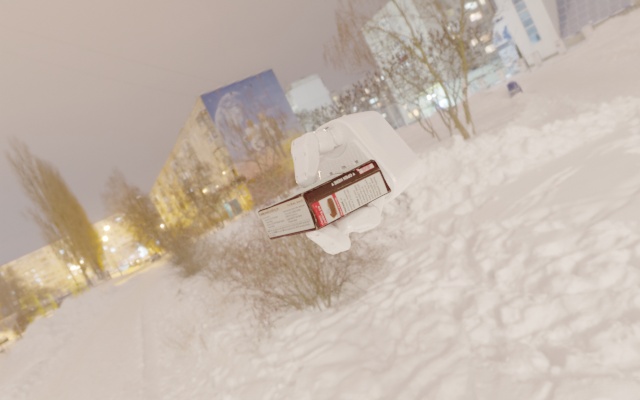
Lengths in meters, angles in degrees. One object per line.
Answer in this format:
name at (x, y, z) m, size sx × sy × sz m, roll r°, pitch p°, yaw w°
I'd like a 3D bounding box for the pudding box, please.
pudding box at (0.000, 0.001, 0.472) m, size 0.090 × 0.039 × 0.113 m, roll -27°, pitch 3°, yaw -28°
